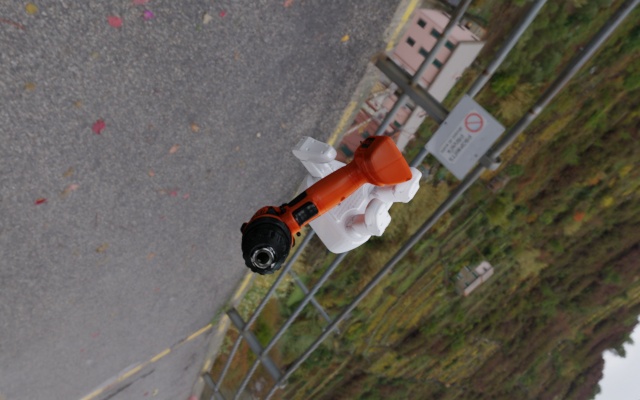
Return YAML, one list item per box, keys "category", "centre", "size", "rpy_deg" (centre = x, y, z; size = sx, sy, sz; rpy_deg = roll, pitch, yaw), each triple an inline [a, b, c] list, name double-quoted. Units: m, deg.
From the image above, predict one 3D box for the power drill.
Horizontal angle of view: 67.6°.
- category: "power drill"
  centre: [0.000, 0.001, 0.505]
  size: [0.187, 0.057, 0.184]
  rpy_deg: [-31, 10, 0]
